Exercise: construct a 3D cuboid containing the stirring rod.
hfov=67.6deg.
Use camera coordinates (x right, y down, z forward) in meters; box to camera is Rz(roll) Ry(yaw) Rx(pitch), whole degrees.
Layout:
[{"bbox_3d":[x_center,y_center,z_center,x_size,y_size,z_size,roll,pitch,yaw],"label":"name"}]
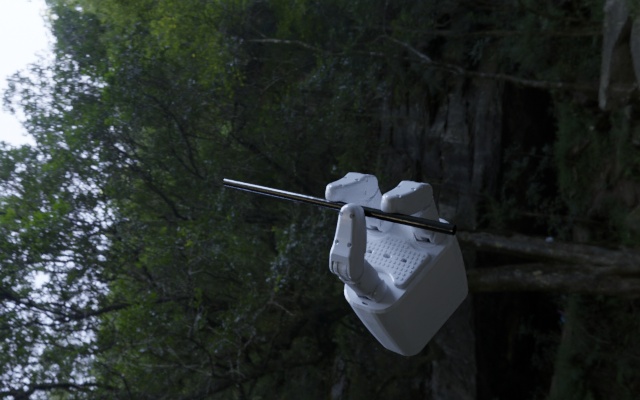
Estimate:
[{"bbox_3d":[0.000,0.001,0.410,0.239,0.011,0.011,12,7,36],"label":"stirring rod"}]
